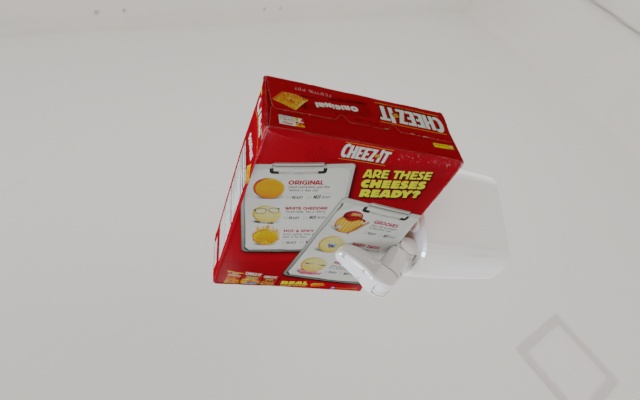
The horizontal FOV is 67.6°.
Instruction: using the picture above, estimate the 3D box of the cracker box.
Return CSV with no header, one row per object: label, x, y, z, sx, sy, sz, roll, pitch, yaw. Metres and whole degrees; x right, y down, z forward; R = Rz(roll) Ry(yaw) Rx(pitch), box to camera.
cracker box,0.000,0.002,0.445,0.164,0.072,0.214,7,-42,-19
